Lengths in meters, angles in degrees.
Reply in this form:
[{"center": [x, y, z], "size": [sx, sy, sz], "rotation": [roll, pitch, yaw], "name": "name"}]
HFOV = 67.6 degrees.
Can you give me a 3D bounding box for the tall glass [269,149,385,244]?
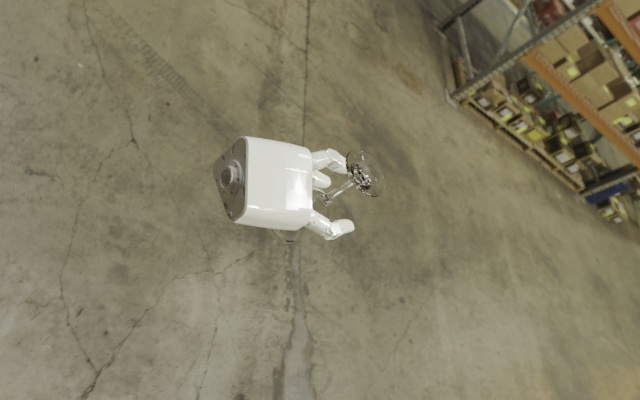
[{"center": [0.001, 0.002, 0.729], "size": [0.079, 0.079, 0.201], "rotation": [0, -25, -44], "name": "tall glass"}]
